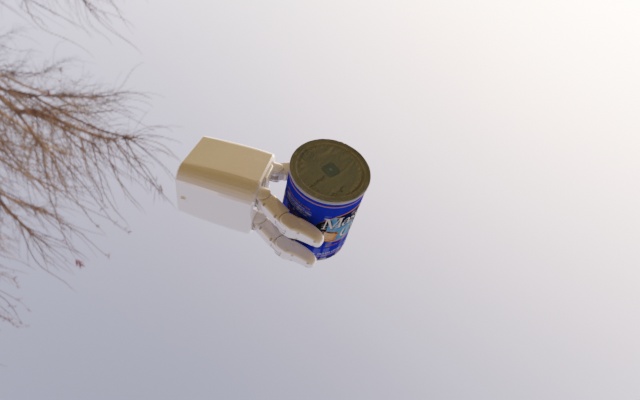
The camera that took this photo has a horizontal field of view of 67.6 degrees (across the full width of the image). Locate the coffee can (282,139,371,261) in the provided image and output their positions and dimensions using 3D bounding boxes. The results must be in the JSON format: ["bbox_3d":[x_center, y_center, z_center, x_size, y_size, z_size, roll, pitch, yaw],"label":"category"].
[{"bbox_3d":[0.000,0.002,0.642,0.103,0.102,0.140,0,-36,-13],"label":"coffee can"}]
